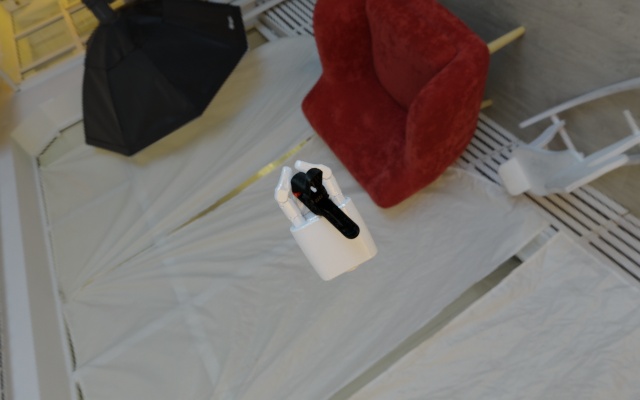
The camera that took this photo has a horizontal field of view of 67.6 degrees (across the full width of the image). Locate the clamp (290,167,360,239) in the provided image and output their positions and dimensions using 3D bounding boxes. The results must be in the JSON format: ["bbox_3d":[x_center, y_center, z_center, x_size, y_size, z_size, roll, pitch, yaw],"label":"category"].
[{"bbox_3d":[0.000,0.003,0.727,0.039,0.120,0.171,-32,11,-10],"label":"clamp"}]
